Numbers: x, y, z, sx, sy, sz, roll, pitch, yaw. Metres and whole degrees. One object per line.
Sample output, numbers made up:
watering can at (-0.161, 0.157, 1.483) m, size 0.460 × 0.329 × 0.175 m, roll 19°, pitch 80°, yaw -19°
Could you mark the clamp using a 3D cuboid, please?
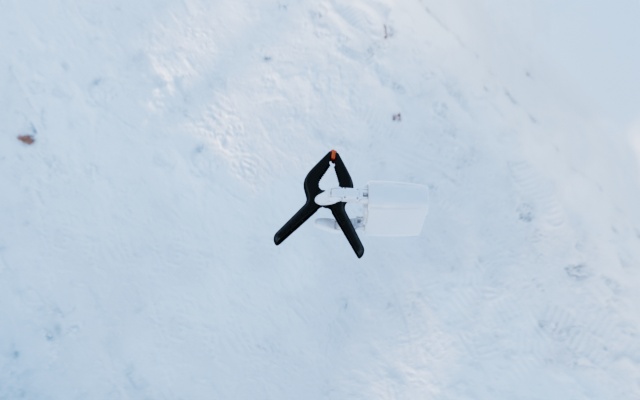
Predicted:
clamp at (0.000, 0.002, 0.890) m, size 0.164 × 0.210 × 0.036 m, roll 3°, pitch -22°, yaw -1°
